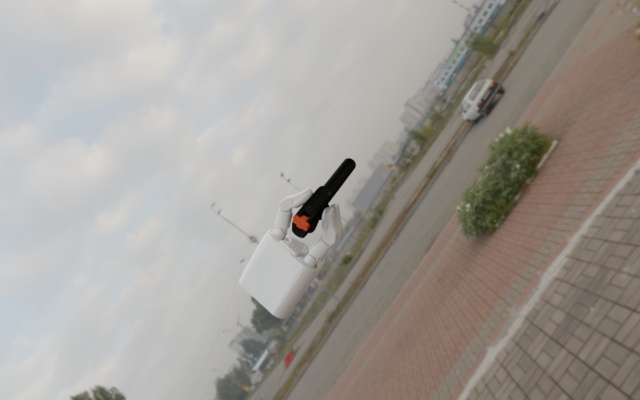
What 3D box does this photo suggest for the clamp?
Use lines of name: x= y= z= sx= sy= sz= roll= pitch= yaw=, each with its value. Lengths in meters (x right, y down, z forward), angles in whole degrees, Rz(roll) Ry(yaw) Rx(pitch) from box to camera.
clamp: x=-0.001 y=0.002 z=0.799 sx=0.036 sy=0.164 sz=0.210 roll=33 pitch=11 yaw=5
